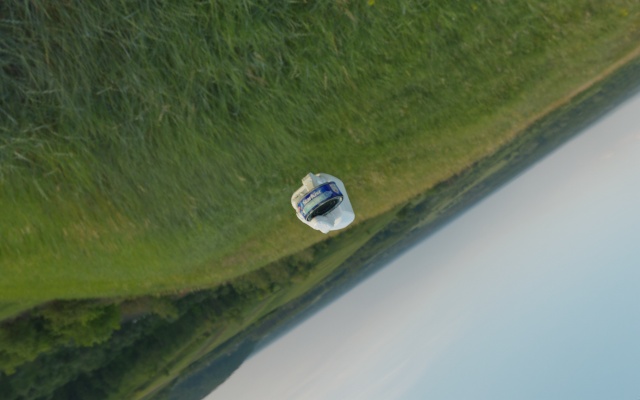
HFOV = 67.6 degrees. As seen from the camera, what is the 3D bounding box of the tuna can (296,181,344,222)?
[{"bbox_3d":[0.000,0.003,0.883,0.086,0.033,0.086,-30,-16,-10],"label":"tuna can"}]
